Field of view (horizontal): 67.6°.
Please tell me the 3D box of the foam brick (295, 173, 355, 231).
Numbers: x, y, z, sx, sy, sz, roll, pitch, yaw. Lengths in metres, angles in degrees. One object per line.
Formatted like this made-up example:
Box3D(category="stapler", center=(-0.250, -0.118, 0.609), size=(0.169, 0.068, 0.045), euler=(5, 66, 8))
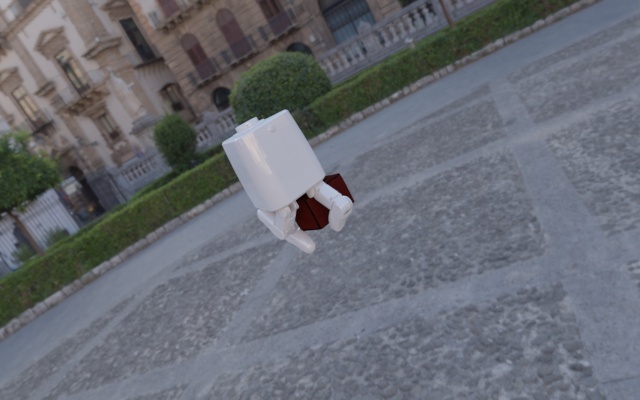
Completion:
Box3D(category="foam brick", center=(0.000, 0.002, 0.698), size=(0.078, 0.051, 0.053), euler=(-38, 17, -34))
